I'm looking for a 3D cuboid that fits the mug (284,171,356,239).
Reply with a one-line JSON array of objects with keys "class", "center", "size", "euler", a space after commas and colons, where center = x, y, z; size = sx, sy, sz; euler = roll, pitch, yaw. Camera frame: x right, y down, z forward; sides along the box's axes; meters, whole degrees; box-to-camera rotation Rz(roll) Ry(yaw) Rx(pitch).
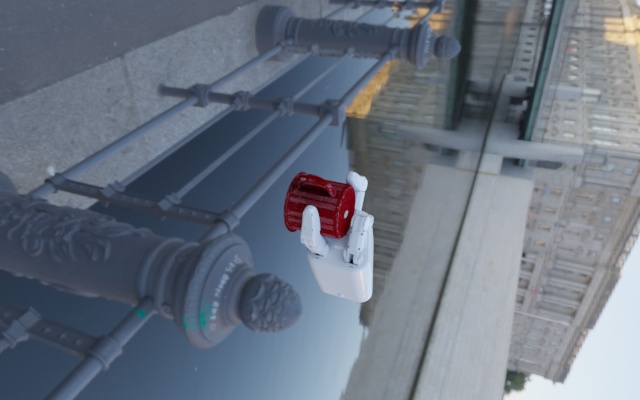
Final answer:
[{"class": "mug", "center": [0.000, 0.001, 0.697], "size": [0.081, 0.093, 0.117], "euler": [12, -35, 20]}]
